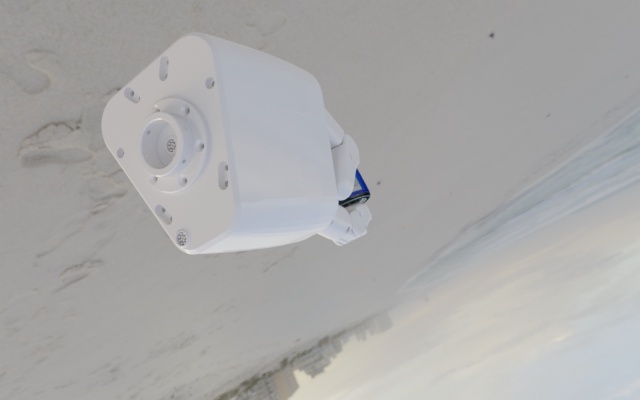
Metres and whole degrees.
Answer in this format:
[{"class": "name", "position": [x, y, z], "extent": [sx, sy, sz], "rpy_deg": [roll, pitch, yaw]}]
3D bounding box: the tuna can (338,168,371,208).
[{"class": "tuna can", "position": [0.000, 0.002, 0.418], "extent": [0.086, 0.033, 0.086], "rpy_deg": [-27, -9, -5]}]
